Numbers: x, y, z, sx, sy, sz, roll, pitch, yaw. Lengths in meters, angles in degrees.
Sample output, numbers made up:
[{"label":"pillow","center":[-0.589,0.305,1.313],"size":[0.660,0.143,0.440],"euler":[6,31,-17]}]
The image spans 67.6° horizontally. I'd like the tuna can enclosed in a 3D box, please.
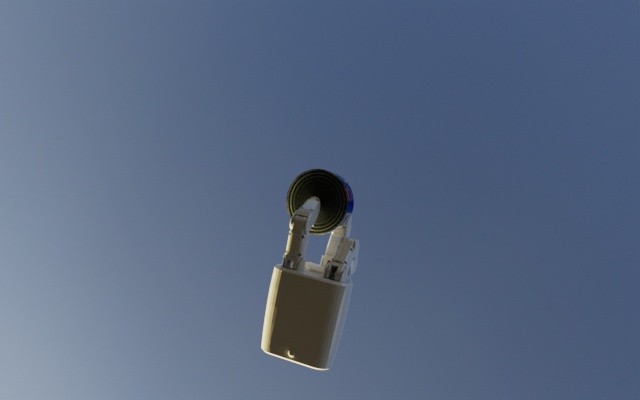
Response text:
[{"label":"tuna can","center":[0.000,0.002,0.633],"size":[0.086,0.086,0.034],"euler":[0,-1,21]}]
